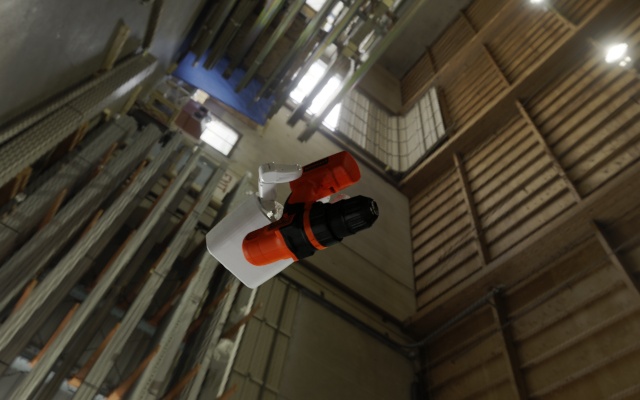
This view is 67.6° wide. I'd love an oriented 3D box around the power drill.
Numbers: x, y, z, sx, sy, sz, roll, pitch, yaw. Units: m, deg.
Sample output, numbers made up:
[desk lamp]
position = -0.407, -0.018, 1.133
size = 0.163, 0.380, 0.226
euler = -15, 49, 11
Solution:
[power drill]
position = 0.000, 0.002, 0.629
size = 0.184, 0.057, 0.187
euler = -19, 22, 24
